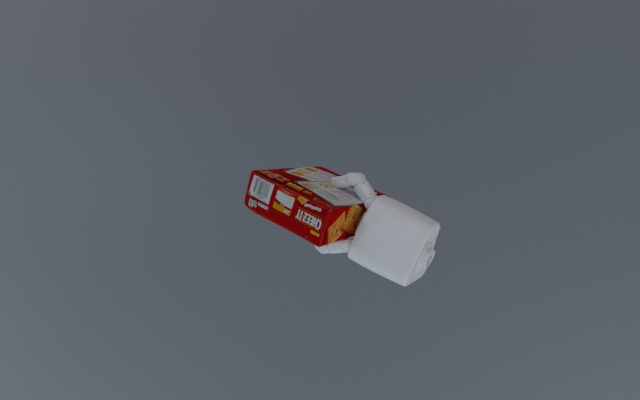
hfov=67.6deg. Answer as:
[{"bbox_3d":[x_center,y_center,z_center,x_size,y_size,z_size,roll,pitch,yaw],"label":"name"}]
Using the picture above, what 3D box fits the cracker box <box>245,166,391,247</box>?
[{"bbox_3d":[0.000,0.003,0.827,0.164,0.072,0.213,26,18,28],"label":"cracker box"}]
